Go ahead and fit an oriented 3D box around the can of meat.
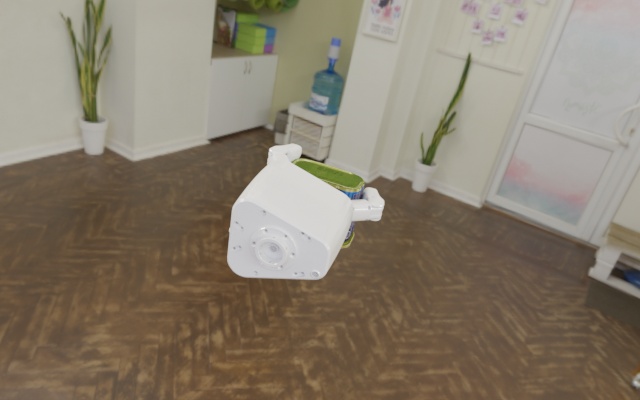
[{"bbox_3d":[0.000,0.002,0.608,0.102,0.084,0.057,17,27,11],"label":"can of meat"}]
